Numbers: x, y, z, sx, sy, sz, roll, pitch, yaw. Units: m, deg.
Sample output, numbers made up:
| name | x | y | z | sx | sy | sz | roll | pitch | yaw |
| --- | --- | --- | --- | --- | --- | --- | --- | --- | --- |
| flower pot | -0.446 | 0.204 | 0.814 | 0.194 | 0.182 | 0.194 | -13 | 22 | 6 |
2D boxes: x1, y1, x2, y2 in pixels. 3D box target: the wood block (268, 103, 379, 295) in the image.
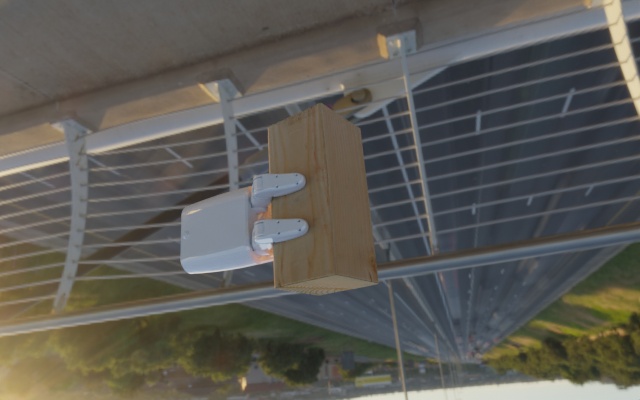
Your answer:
| name | x | y | z | sx | sy | sz | roll | pitch | yaw |
| --- | --- | --- | --- | --- | --- | --- | --- | --- | --- |
| wood block | 0.000 | 0.002 | 0.581 | 0.090 | 0.206 | 0.091 | -18 | -24 | 32 |
